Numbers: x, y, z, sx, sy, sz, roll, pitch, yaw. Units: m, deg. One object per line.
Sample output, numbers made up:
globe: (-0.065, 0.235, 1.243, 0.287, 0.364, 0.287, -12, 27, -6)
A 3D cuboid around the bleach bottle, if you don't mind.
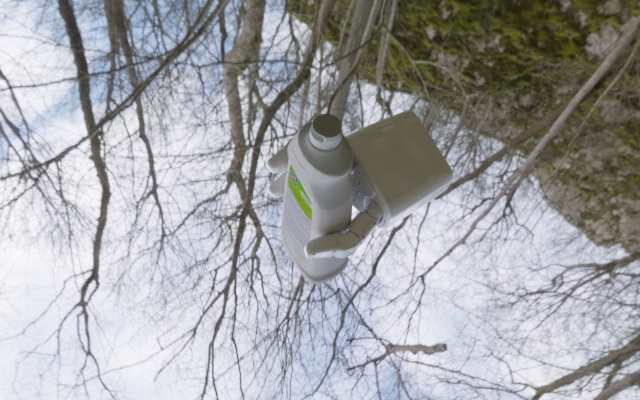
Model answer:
bleach bottle: (0.000, 0.002, 0.545, 0.068, 0.102, 0.251, -28, -25, -21)
